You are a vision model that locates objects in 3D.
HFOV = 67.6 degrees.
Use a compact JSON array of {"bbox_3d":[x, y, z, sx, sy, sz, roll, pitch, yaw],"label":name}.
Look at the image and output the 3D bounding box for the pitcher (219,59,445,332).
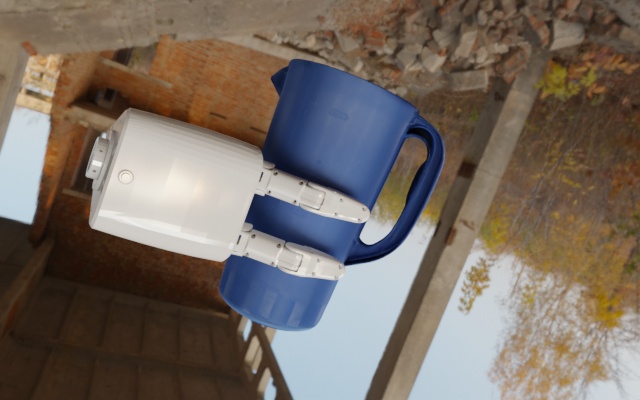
[{"bbox_3d":[0.000,0.001,0.465,0.145,0.243,0.149,18,7,-31],"label":"pitcher"}]
